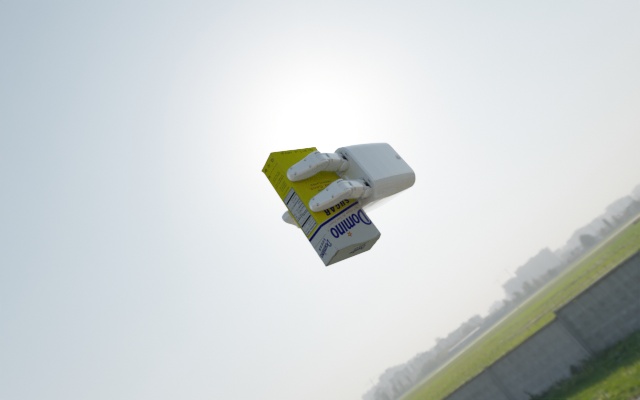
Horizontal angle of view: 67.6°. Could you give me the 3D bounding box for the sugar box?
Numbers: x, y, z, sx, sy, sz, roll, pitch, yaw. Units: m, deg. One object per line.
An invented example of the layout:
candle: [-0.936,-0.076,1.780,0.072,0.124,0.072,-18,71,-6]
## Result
sugar box: [0.000,0.002,0.675,0.093,0.176,0.048,-15,-32,-43]
